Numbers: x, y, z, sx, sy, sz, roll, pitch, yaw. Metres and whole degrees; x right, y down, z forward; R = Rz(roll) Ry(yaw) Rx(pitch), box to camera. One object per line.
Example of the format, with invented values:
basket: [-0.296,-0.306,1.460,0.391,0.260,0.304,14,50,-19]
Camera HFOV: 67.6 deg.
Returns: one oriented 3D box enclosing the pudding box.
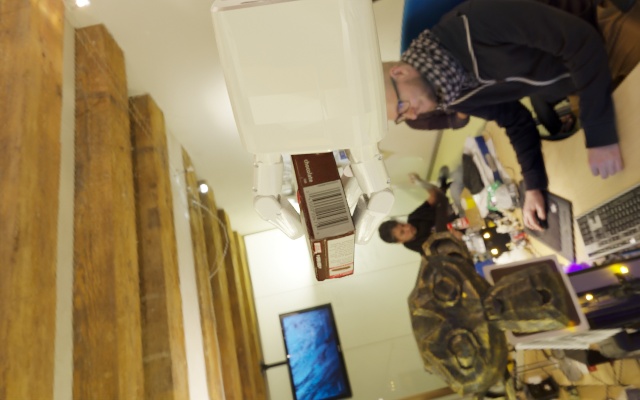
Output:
pudding box: [0.000,0.001,0.415,0.039,0.113,0.090,-11,-30,-2]
